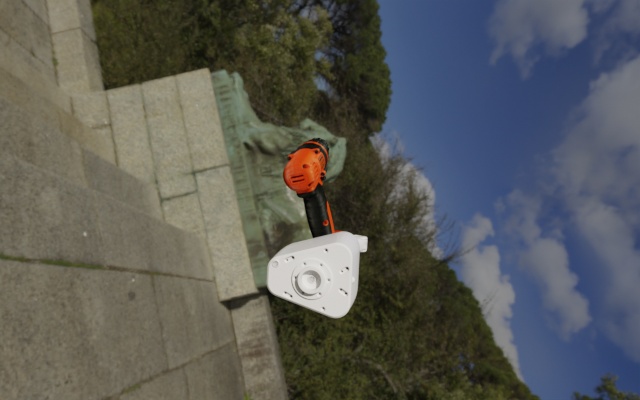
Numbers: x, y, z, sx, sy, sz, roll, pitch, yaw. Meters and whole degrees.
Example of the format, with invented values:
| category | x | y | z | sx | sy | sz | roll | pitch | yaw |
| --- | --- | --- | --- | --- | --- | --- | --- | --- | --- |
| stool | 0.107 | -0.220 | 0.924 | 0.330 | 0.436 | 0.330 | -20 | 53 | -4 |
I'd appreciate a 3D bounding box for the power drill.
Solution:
| category | x | y | z | sx | sy | sz | roll | pitch | yaw |
| --- | --- | --- | --- | --- | --- | --- | --- | --- | --- |
| power drill | 0.000 | 0.003 | 0.740 | 0.057 | 0.188 | 0.184 | -13 | 17 | 15 |
